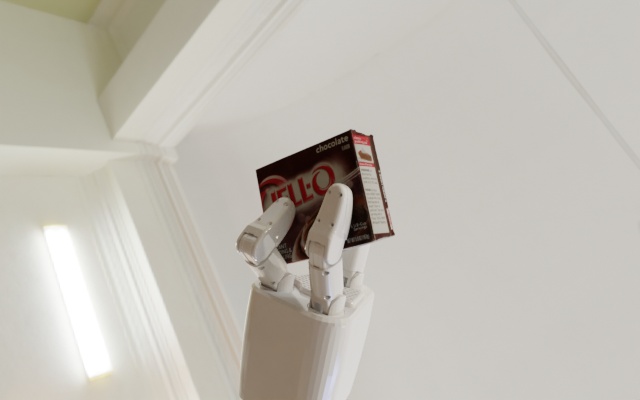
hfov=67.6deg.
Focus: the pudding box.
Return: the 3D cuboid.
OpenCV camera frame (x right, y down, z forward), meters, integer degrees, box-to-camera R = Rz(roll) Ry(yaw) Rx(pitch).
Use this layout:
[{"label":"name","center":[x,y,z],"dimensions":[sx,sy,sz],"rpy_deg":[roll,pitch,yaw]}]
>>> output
[{"label":"pudding box","center":[0.000,0.001,0.406],"dimensions":[0.113,0.090,0.039],"rpy_deg":[-18,-11,35]}]
